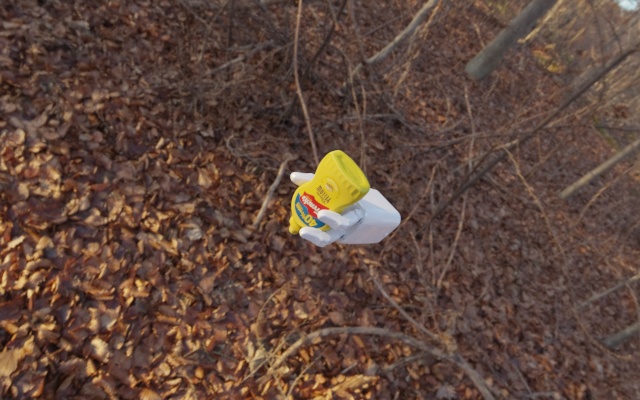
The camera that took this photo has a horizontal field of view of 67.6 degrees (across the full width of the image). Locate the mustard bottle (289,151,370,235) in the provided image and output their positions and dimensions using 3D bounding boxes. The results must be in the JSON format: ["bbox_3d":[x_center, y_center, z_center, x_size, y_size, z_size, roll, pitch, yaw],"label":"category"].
[{"bbox_3d":[0.000,0.003,0.879,0.192,0.096,0.058,-46,-13,36],"label":"mustard bottle"}]
